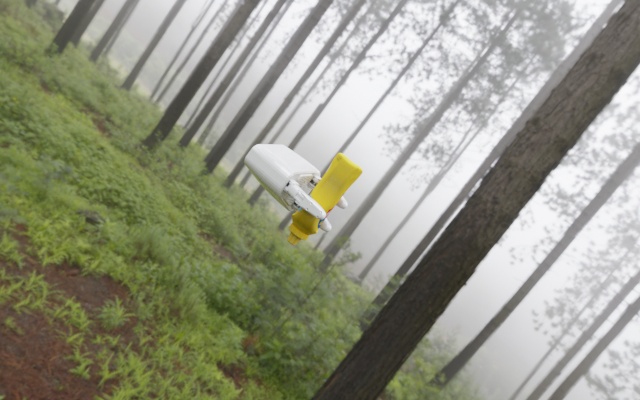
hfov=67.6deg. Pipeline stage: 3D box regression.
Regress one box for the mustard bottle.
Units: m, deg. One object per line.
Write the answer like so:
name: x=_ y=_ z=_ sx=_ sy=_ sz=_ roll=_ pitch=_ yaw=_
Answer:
mustard bottle: x=0.001 y=0.003 z=0.887 sx=0.058 sy=0.191 sz=0.096 roll=37 pitch=7 yaw=-1
